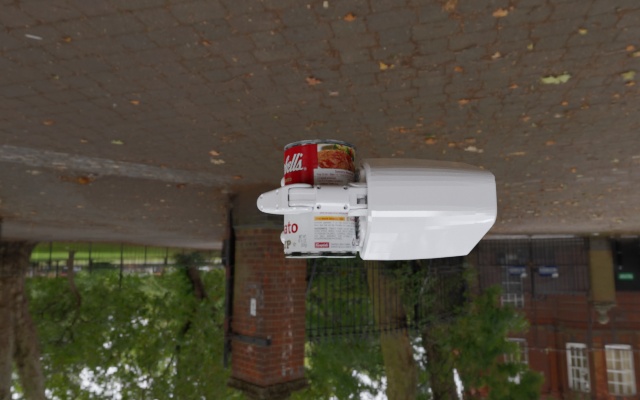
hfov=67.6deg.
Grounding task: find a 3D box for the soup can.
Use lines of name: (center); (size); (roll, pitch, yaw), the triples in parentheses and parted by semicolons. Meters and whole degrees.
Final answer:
soup can: (0.000, 0.002, 0.442); (0.068, 0.102, 0.068); (0, -8, 0)
